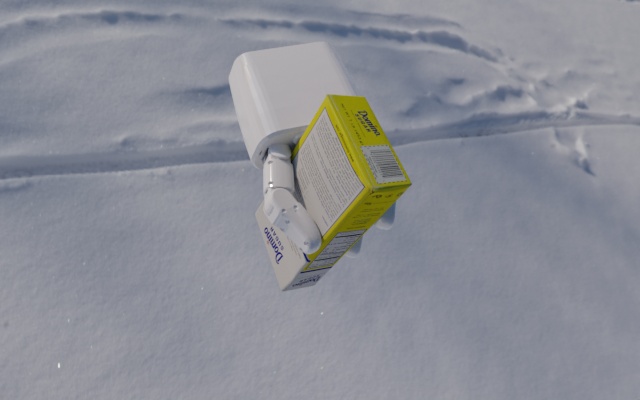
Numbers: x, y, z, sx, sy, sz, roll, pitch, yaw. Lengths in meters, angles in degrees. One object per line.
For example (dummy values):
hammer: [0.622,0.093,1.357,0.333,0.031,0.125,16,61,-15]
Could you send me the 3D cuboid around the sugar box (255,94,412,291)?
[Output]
sugar box: [0.001,0.001,0.426,0.048,0.093,0.176,-6,-30,-31]
